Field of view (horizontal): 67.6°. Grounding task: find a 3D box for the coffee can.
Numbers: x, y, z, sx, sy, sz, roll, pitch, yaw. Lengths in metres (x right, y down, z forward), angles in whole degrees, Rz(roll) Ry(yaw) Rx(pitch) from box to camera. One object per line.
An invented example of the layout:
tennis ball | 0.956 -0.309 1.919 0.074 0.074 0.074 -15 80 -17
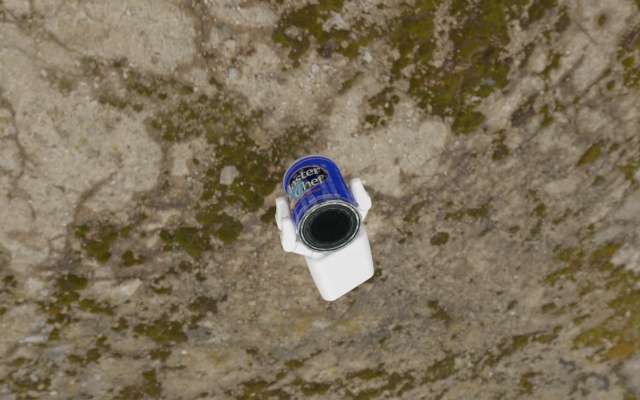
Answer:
coffee can | 0.000 0.002 0.780 0.103 0.103 0.140 0 35 -15
